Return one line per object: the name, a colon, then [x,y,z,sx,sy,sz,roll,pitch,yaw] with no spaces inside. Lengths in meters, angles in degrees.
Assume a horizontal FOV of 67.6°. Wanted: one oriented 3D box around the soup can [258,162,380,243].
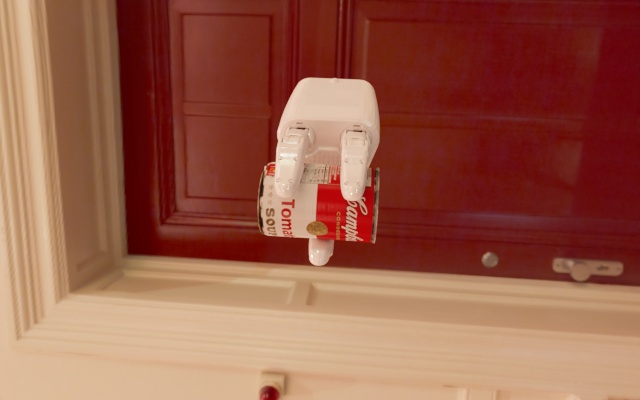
soup can: [0.000,0.002,0.432,0.102,0.068,0.068,3,0,4]
